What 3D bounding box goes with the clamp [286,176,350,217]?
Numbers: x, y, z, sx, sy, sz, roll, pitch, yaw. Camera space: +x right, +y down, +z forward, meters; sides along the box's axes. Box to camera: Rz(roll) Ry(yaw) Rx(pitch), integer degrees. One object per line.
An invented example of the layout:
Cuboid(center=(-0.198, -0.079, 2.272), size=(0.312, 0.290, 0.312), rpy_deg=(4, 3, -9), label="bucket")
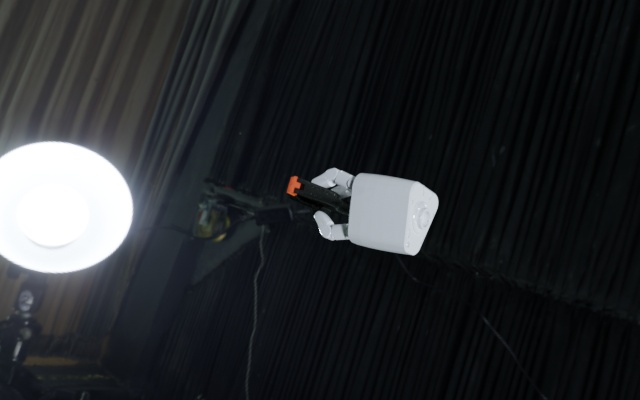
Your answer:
Cuboid(center=(0.000, 0.003, 0.840), size=(0.164, 0.036, 0.210), rpy_deg=(6, -13, 40), label="clamp")
